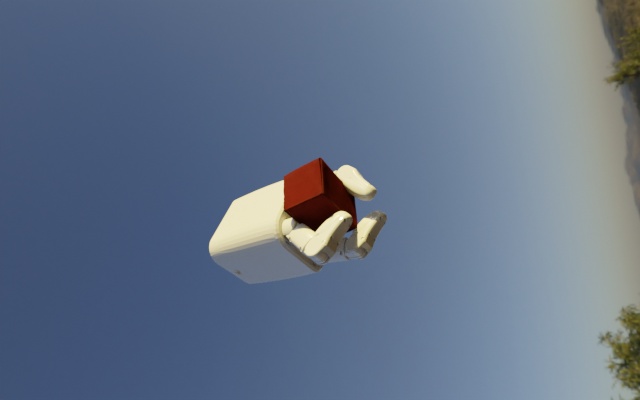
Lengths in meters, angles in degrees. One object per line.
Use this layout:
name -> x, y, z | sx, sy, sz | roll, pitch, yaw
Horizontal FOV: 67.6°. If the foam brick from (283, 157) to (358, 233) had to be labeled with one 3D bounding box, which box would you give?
foam brick -> 0.000, 0.001, 0.534 | 0.051, 0.053, 0.078 | -23, -44, 23
